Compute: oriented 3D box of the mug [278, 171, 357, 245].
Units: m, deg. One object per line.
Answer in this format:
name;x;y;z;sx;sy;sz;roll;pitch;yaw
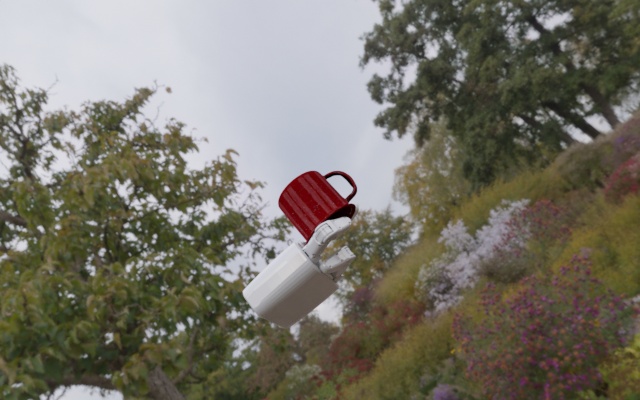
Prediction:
mug;0.001;0.001;0.705;0.117;0.081;0.093;-42;-21;0
